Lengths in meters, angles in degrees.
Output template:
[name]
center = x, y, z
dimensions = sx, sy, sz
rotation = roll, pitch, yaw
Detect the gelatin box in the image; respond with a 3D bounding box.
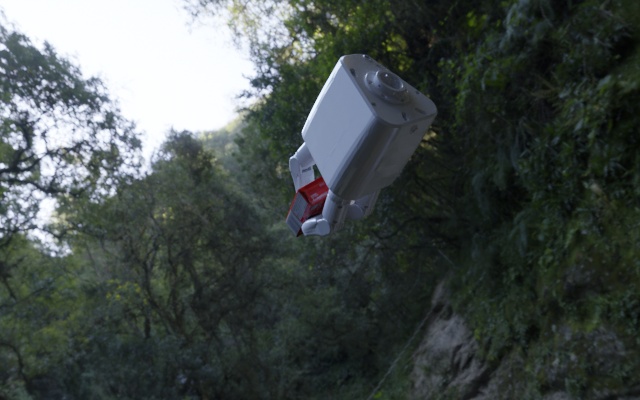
[gelatin box]
center = 0.000, 0.002, 0.597
dimensions = 0.073, 0.030, 0.089
rotation = -29, -18, -28
